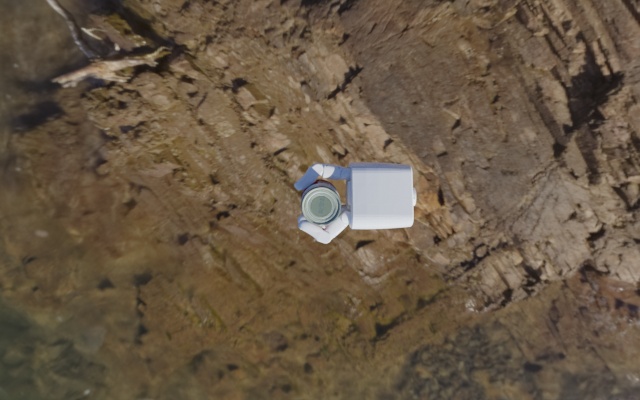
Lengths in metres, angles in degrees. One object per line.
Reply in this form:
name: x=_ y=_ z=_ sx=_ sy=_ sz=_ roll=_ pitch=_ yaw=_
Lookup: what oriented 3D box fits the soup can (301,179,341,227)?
soup can: x=0.000 y=0.003 z=0.822 sx=0.068 sy=0.068 sz=0.102 roll=0 pitch=9 yaw=-2
